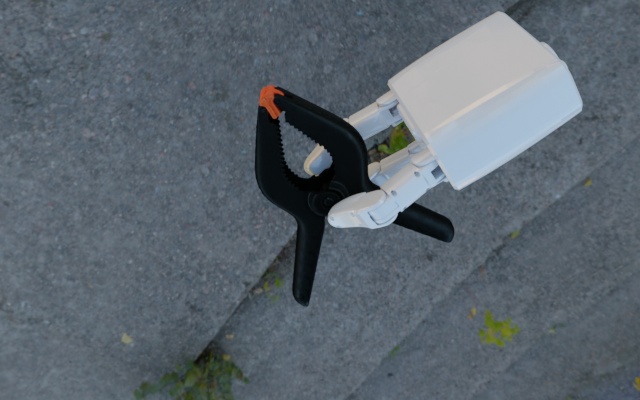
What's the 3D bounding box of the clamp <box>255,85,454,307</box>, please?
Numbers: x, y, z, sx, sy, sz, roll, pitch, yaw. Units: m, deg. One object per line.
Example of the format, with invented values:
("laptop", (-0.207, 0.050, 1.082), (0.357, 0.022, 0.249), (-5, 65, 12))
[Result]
("clamp", (0.000, 0.001, 0.411), (0.164, 0.210, 0.036), (-33, 28, 13))
